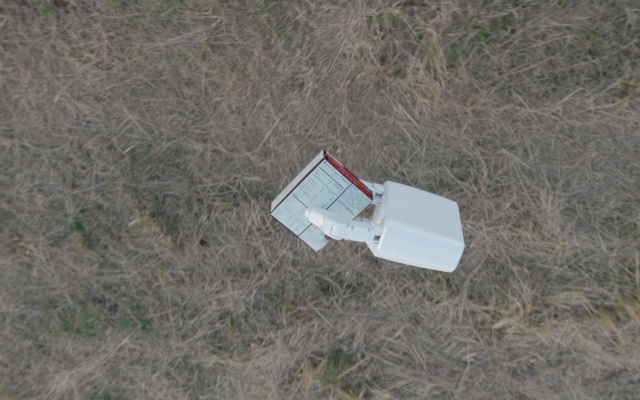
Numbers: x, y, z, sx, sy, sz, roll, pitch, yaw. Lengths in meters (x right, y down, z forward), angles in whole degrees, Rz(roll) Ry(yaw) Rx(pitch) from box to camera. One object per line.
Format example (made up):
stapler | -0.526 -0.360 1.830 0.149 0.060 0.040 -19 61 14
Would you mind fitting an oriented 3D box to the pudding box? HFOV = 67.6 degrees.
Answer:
pudding box | 0.000 0.002 0.632 0.090 0.113 0.039 41 17 -15
